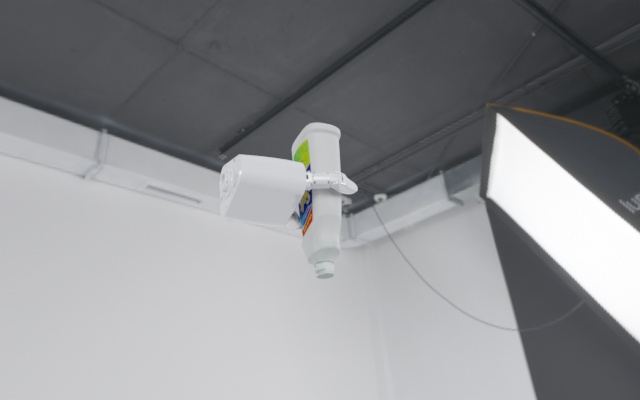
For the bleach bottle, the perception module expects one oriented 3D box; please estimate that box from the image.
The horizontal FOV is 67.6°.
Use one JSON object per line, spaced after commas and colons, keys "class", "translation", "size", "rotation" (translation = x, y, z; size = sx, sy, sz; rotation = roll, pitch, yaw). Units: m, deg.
{"class": "bleach bottle", "translation": [0.000, 0.003, 0.794], "size": [0.068, 0.250, 0.103], "rotation": [7, -28, -25]}
